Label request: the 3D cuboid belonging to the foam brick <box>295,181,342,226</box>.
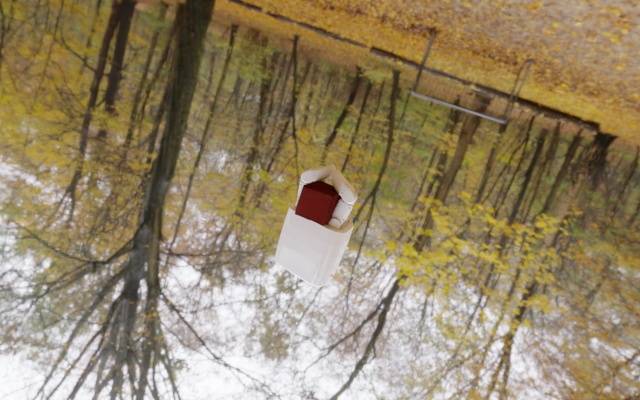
[{"bbox_3d":[0.000,0.002,0.774,0.053,0.051,0.078,22,14,13],"label":"foam brick"}]
